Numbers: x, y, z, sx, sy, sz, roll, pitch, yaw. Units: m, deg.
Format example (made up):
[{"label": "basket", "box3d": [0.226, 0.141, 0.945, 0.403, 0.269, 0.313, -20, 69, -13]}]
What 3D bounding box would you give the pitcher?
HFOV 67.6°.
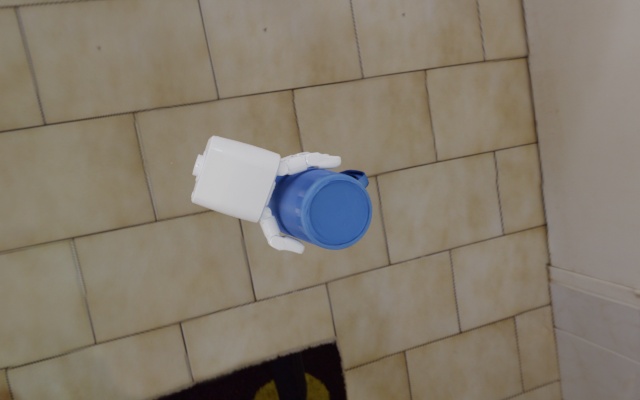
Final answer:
[{"label": "pitcher", "box3d": [0.000, 0.003, 0.774, 0.145, 0.149, 0.243, 19, -1, -17]}]
